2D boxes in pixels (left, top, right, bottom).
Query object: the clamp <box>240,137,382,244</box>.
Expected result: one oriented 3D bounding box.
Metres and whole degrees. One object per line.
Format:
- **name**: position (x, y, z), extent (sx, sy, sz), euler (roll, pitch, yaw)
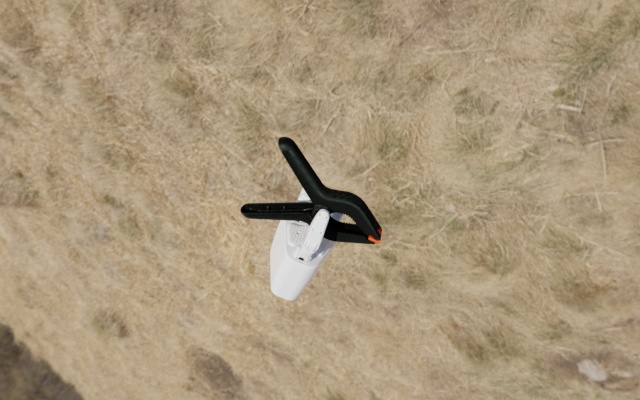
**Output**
- **clamp**: position (0.000, 0.003, 0.686), extent (0.210, 0.036, 0.165), euler (22, -46, -5)
